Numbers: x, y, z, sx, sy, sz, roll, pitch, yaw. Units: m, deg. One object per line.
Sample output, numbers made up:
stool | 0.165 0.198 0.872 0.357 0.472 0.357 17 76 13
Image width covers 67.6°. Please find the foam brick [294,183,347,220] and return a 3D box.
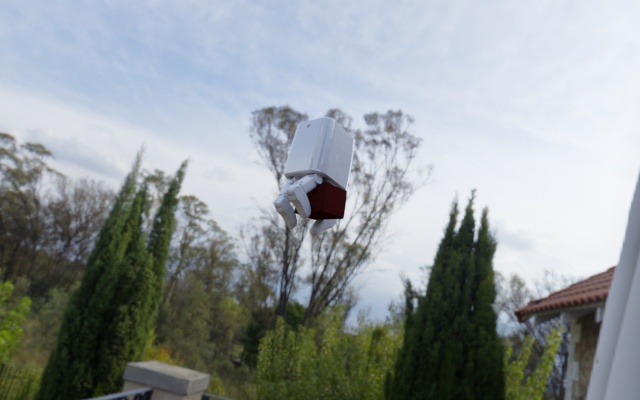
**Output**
foam brick | 0.000 0.003 0.834 0.053 0.051 0.078 21 -17 -40
